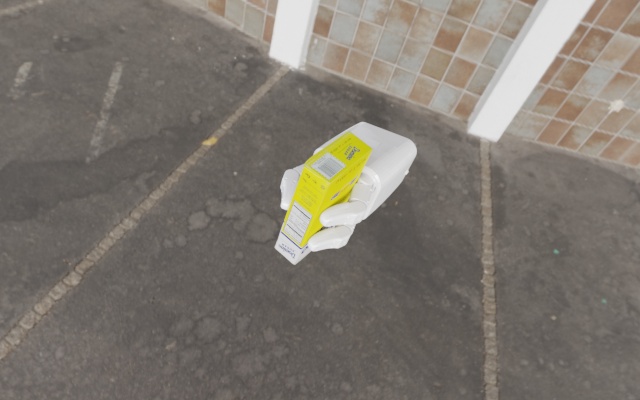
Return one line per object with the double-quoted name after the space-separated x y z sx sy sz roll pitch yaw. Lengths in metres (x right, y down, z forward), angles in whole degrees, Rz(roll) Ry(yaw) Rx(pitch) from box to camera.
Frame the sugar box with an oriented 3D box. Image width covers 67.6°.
0.001 0.002 0.619 0.048 0.176 0.093 38 51 16 "sugar box"
